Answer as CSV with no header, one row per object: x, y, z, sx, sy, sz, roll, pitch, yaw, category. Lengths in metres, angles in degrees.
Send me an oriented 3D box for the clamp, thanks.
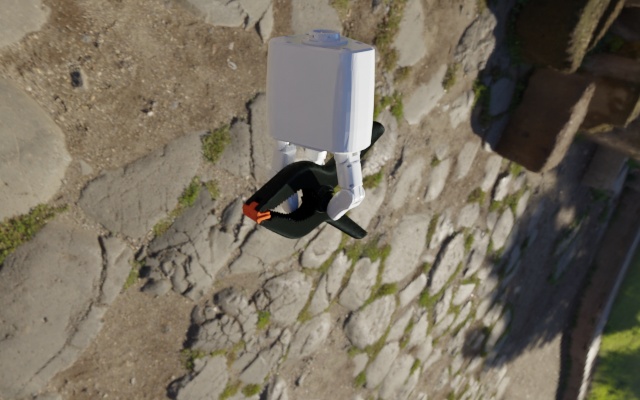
0.000,0.002,0.580,0.210,0.165,0.036,-23,35,-38,clamp
